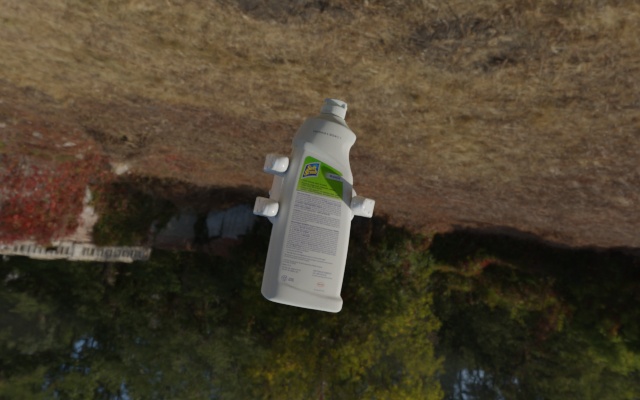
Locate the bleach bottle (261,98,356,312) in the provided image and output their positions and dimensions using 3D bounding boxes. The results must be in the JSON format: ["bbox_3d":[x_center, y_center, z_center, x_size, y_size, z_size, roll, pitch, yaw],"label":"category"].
[{"bbox_3d":[0.000,0.002,0.588,0.102,0.251,0.068,13,-3,-15],"label":"bleach bottle"}]
